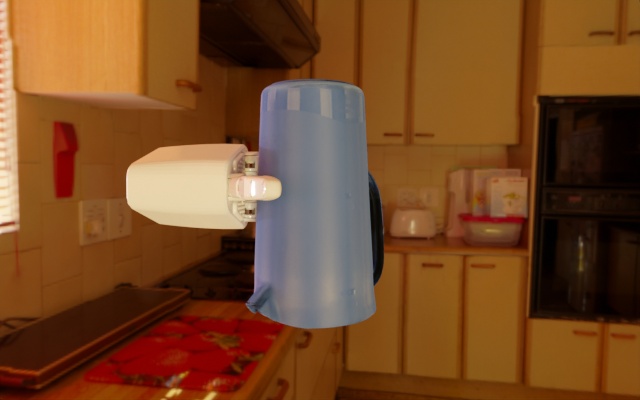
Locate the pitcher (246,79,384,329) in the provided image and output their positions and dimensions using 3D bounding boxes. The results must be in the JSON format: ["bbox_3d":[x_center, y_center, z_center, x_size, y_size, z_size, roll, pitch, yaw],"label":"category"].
[{"bbox_3d":[0.000,0.002,0.514,0.145,0.243,0.149,0,4,4],"label":"pitcher"}]
